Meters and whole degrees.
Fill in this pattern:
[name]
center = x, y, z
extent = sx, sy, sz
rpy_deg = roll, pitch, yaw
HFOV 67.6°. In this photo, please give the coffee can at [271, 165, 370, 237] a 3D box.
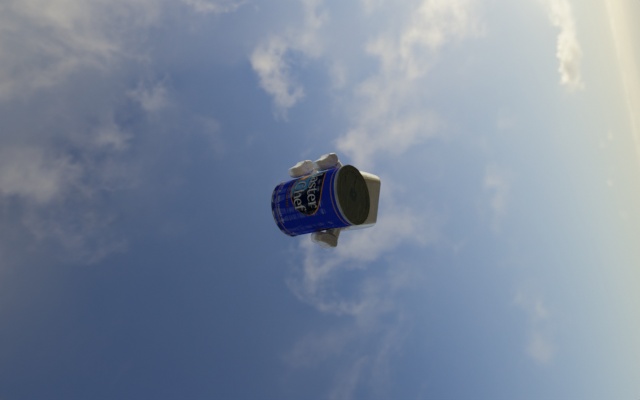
[coffee can]
center = 0.000, 0.003, 0.830
extent = 0.140, 0.103, 0.103
rpy_deg = -13, -7, 34
